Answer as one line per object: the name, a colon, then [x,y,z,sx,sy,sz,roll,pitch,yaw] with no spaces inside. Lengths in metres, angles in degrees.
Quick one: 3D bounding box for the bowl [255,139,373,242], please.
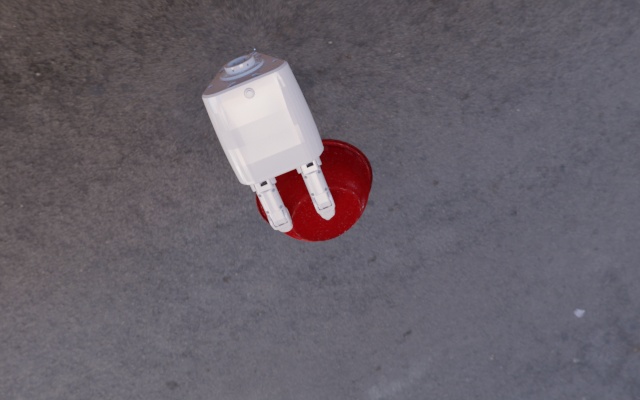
bowl: [0.001,0.003,0.621,0.162,0.162,0.055,0,40,-21]
